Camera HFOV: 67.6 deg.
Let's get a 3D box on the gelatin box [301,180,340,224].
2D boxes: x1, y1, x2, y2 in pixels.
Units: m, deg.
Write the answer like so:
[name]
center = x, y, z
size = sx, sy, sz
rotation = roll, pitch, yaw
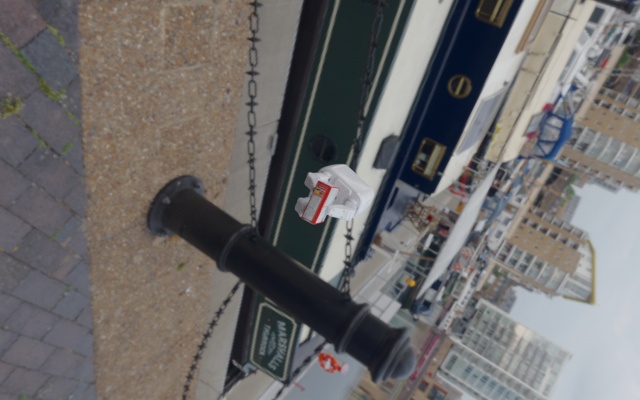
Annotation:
[gelatin box]
center = 0.000, 0.003, 0.864
size = 0.030, 0.073, 0.089
rotation = 26, 5, 10
